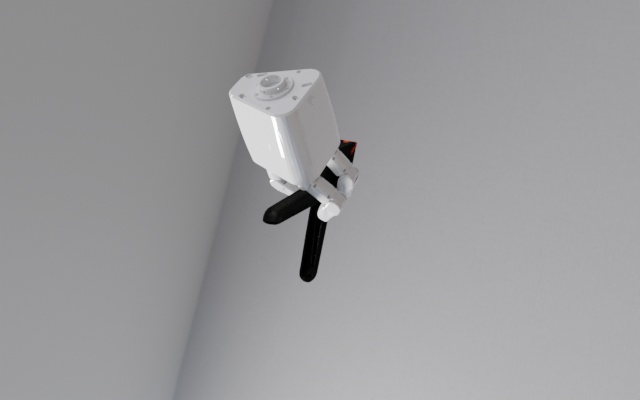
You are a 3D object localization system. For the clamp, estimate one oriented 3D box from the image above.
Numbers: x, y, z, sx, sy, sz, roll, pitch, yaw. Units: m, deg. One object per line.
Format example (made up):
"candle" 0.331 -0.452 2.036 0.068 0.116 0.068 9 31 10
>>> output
"clamp" 0.000 0.001 0.673 0.036 0.210 0.165 14 -37 26
